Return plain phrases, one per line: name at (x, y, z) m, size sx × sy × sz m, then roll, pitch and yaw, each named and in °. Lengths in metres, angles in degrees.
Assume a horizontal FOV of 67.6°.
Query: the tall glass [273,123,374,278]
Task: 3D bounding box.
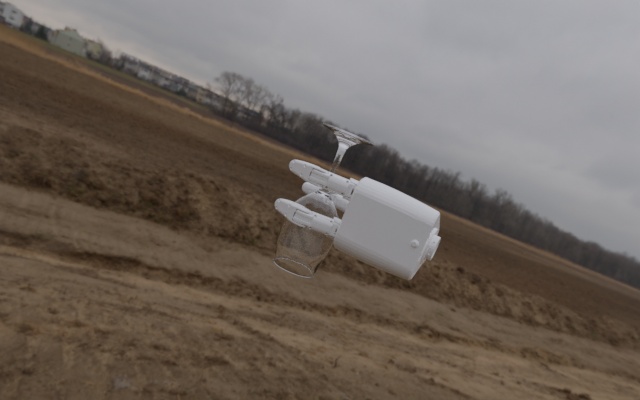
tall glass at (0.000, 0.001, 0.653) m, size 0.079 × 0.201 × 0.079 m, roll 22°, pitch 6°, yaw -2°
